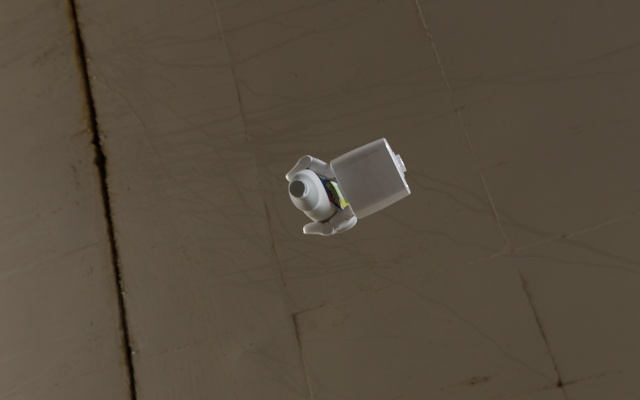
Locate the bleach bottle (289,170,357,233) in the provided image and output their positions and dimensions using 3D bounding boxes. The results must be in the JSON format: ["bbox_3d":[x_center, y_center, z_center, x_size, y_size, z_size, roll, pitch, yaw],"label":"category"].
[{"bbox_3d":[0.000,0.003,0.883,0.068,0.102,0.251,-25,-13,12],"label":"bleach bottle"}]
